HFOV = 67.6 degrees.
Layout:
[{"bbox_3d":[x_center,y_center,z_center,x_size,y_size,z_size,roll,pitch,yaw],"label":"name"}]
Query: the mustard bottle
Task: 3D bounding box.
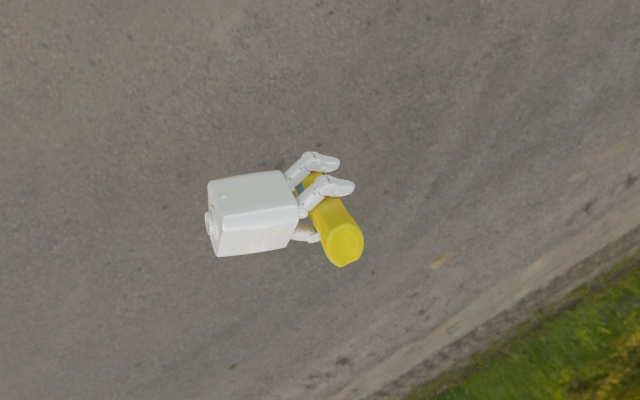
[{"bbox_3d":[0.001,0.002,0.724,0.058,0.191,0.096,-25,-40,-5],"label":"mustard bottle"}]
